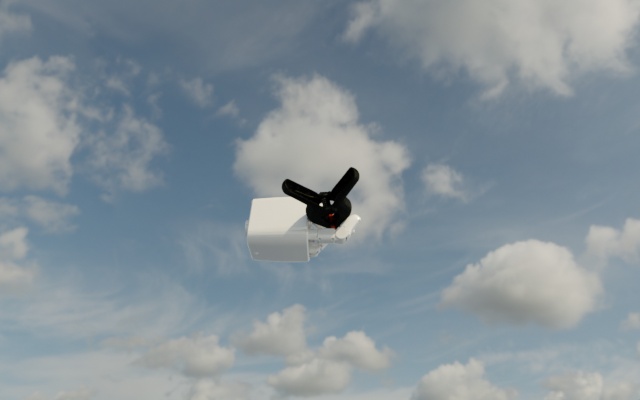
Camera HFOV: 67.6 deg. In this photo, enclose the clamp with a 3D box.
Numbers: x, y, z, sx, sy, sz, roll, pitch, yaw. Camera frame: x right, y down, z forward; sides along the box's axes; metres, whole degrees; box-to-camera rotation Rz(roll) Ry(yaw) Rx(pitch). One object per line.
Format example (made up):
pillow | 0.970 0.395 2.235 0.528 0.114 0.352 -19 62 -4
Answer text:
clamp | 0.000 0.002 0.792 0.120 0.039 0.172 -1 -32 0
